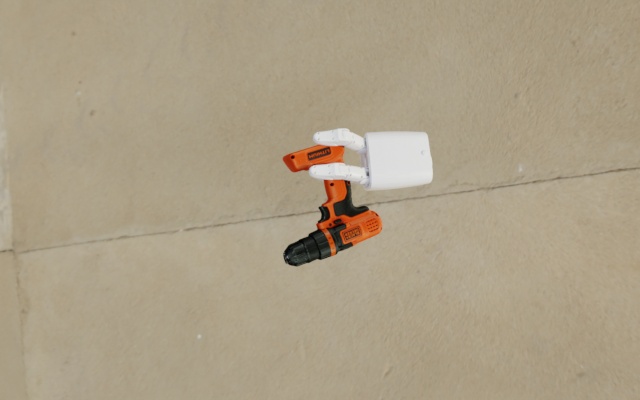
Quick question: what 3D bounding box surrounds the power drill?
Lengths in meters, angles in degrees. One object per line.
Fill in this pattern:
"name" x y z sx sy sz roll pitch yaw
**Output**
"power drill" 0.000 0.002 0.811 0.184 0.187 0.057 -21 7 -21
